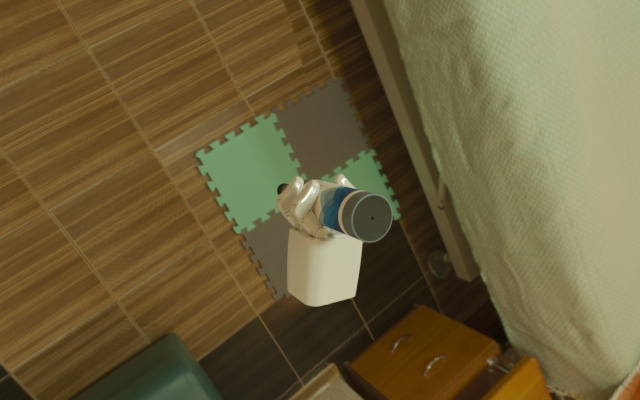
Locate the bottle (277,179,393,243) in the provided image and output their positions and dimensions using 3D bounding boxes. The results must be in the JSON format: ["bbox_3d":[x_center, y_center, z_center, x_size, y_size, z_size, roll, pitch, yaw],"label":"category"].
[{"bbox_3d":[0.000,0.002,0.758,0.069,0.069,0.295,0,8,-28],"label":"bottle"}]
